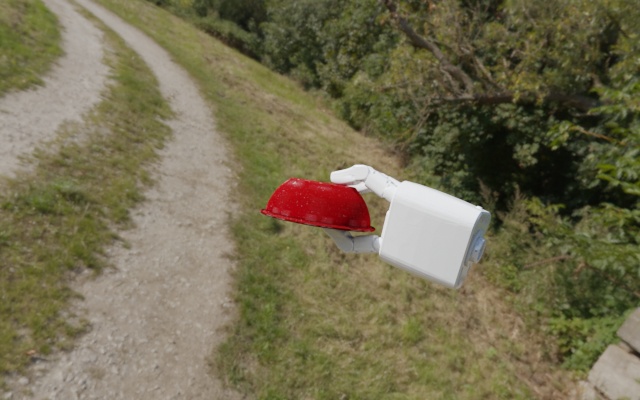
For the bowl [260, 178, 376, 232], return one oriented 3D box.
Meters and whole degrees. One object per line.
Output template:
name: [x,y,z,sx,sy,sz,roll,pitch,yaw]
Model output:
bowl: [-0.001,0.002,0.661,0.162,0.055,0.162,9,3,0]
